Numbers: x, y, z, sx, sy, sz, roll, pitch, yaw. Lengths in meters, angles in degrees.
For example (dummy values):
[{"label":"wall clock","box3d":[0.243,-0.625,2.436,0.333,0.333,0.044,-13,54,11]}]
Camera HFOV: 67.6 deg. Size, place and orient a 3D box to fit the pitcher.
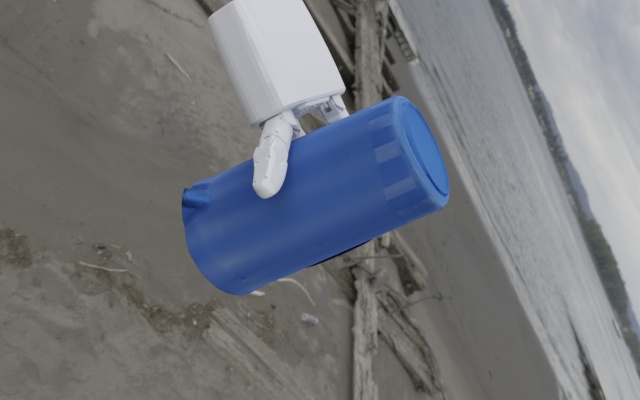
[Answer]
[{"label":"pitcher","box3d":[0.000,0.001,0.477,0.243,0.145,0.149,-23,5,26]}]
